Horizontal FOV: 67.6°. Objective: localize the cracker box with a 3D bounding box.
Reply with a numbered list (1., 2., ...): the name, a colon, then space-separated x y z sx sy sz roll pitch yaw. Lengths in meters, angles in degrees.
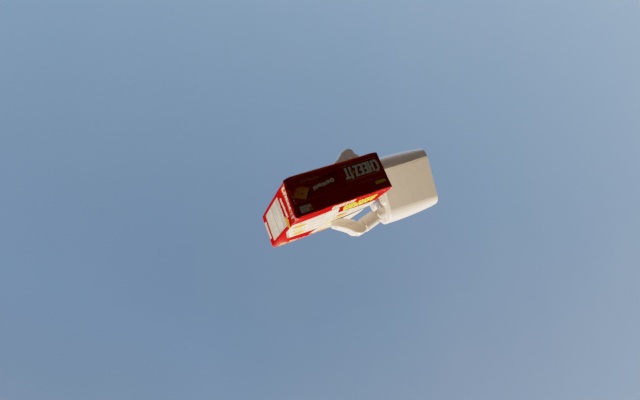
1. cracker box: 0.000 0.003 0.807 0.164 0.072 0.214 -19 -11 -20
